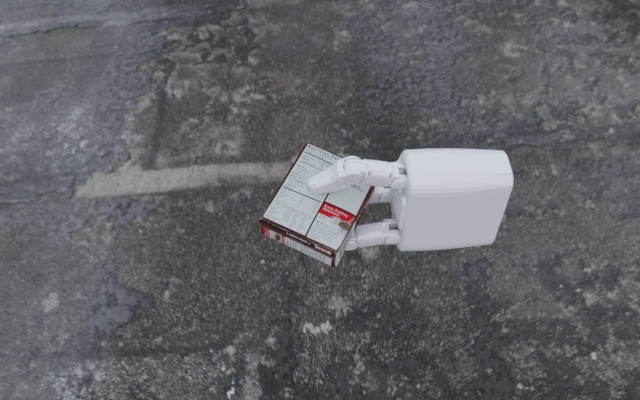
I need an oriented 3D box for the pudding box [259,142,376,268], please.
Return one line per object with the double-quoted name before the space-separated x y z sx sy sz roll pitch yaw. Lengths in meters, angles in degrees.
"pudding box" 0.000 0.002 0.510 0.090 0.113 0.039 24 -30 11
